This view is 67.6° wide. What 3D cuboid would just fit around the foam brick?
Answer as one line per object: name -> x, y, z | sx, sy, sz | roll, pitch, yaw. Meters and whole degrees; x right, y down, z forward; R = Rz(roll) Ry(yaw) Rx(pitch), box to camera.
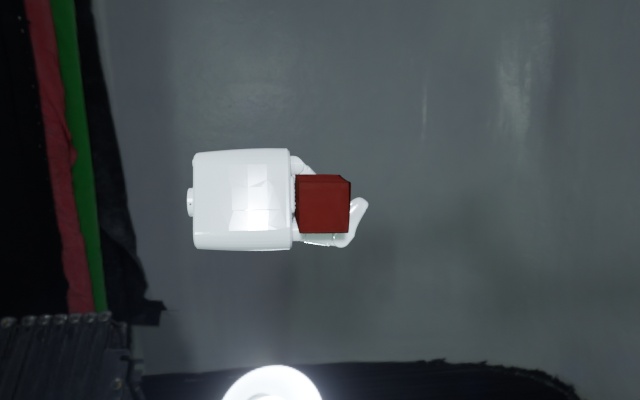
foam brick -> 0.000, 0.002, 0.499 | 0.051, 0.053, 0.078 | 0, 8, -6
